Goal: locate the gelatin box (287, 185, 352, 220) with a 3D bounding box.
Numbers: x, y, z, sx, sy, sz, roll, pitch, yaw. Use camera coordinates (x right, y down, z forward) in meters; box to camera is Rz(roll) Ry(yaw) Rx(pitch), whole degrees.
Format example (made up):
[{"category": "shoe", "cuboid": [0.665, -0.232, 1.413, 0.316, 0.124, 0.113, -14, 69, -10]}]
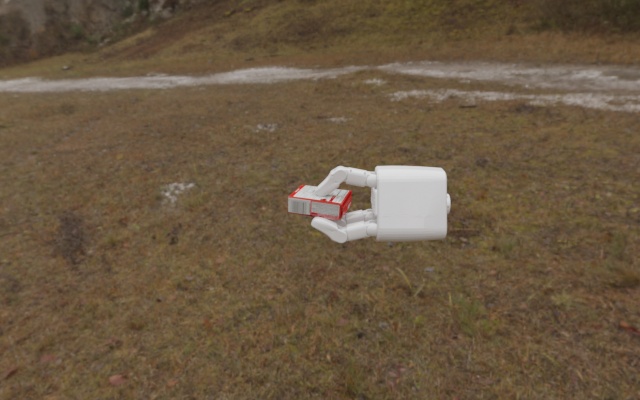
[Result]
[{"category": "gelatin box", "cuboid": [0.000, 0.002, 0.766, 0.089, 0.030, 0.073, 8, 19, 13]}]
